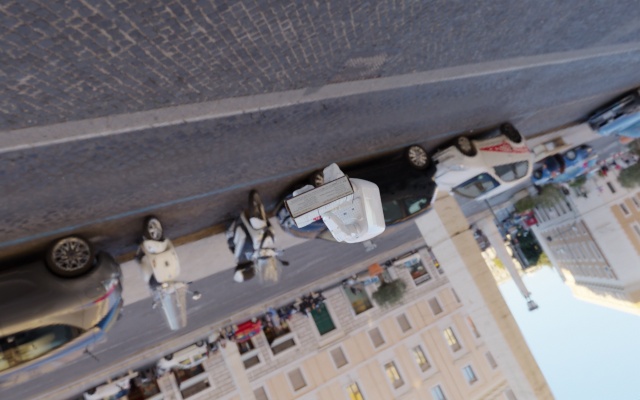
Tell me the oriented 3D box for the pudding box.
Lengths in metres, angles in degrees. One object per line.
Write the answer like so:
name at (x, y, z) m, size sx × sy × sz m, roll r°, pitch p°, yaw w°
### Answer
pudding box at (0.000, 0.003, 0.805) m, size 0.113 × 0.039 × 0.090 m, roll -25°, pitch -13°, yaw -4°
